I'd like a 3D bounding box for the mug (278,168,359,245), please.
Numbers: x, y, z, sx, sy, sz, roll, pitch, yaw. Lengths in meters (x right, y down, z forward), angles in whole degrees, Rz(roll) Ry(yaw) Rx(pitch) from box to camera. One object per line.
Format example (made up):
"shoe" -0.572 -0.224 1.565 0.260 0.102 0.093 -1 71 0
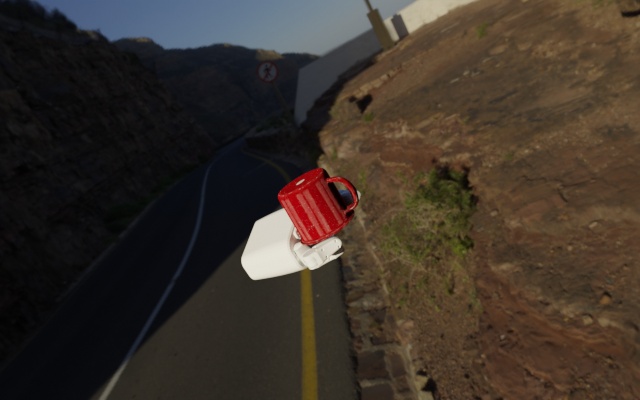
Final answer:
"mug" 0.001 0.002 0.695 0.117 0.081 0.093 -21 17 32
